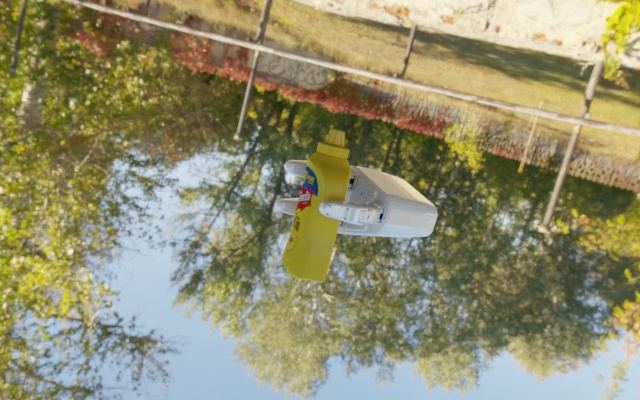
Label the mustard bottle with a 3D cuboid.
[{"bbox_3d":[0.000,0.002,0.622,0.058,0.191,0.096,12,9,-15],"label":"mustard bottle"}]
